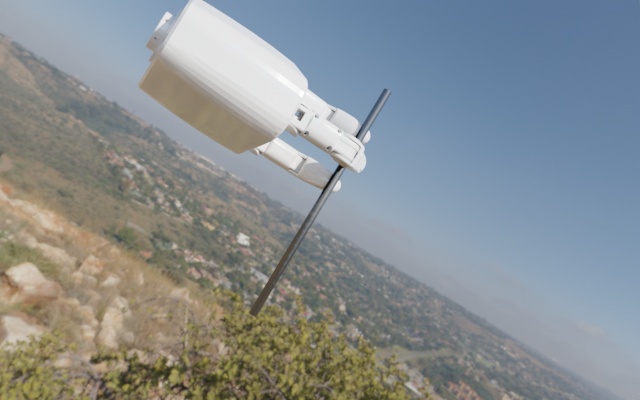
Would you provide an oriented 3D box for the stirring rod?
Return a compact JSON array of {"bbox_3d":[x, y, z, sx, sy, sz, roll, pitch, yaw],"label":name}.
[{"bbox_3d":[0.000,0.002,0.439,0.011,0.239,0.011,31,-1,1],"label":"stirring rod"}]
